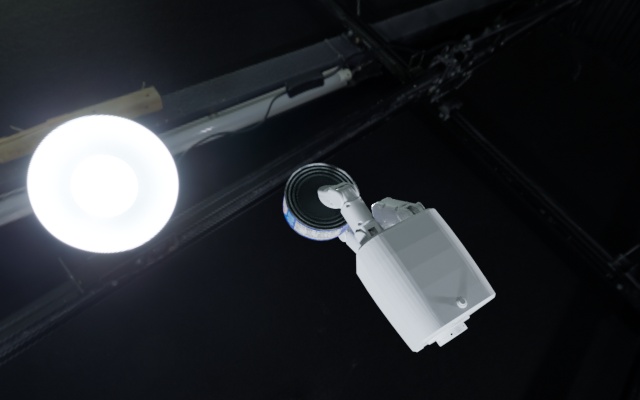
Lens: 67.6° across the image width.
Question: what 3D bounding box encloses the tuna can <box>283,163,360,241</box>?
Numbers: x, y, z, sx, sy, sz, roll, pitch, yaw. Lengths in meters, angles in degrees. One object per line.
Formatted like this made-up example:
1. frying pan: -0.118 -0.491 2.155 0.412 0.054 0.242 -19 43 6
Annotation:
1. tuna can: 0.000 0.002 0.547 0.086 0.086 0.034 0 -28 -10
